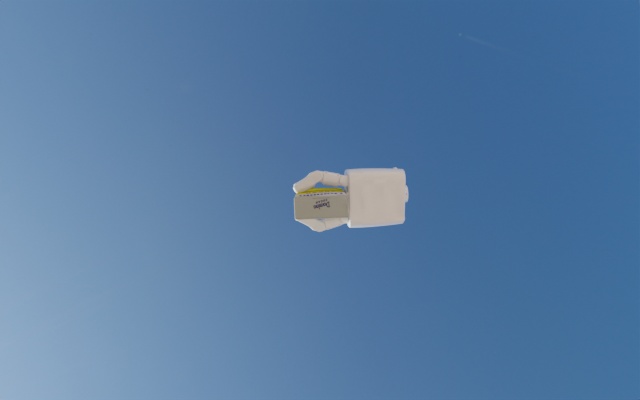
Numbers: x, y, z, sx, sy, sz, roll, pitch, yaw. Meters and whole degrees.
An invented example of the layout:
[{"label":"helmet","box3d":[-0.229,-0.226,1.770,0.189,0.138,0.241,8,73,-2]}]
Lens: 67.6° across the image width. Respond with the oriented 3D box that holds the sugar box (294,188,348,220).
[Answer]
[{"label":"sugar box","box3d":[0.000,0.002,0.890,0.093,0.048,0.176,-2,3,-1]}]
